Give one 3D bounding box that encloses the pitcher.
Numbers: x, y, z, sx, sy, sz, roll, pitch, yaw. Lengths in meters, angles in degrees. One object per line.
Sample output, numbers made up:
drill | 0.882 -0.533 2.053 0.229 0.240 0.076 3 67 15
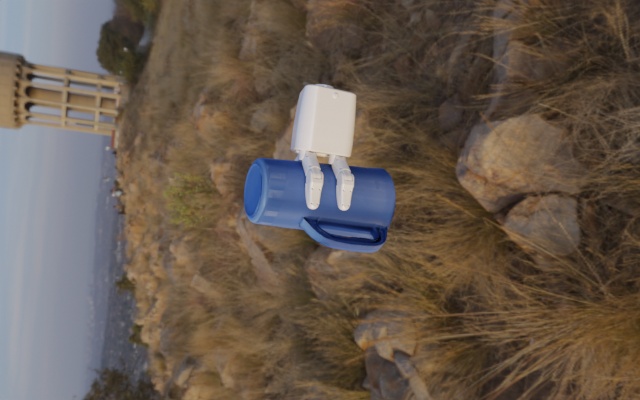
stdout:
pitcher | 0.000 0.002 0.819 0.243 0.145 0.149 6 3 -25
